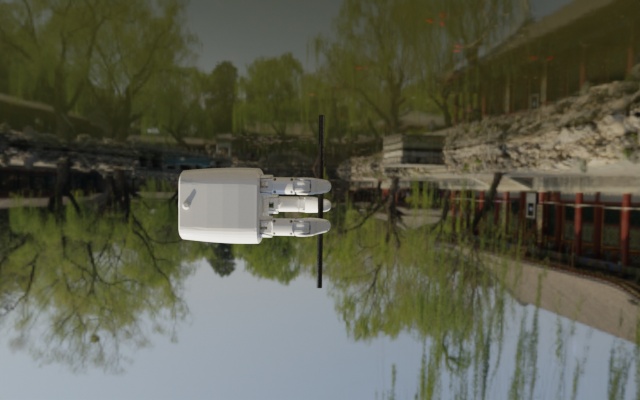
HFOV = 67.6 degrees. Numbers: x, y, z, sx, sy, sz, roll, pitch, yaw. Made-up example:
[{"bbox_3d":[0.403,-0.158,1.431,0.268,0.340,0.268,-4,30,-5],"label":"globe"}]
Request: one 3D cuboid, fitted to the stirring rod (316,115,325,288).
[{"bbox_3d":[0.000,0.002,0.665,0.011,0.239,0.011,1,2,0],"label":"stirring rod"}]
